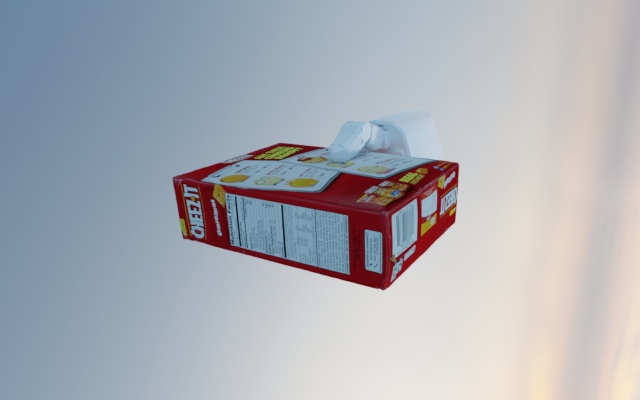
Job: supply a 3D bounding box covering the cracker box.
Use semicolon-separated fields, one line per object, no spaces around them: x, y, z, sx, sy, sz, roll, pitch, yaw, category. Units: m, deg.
0.000;0.001;0.447;0.213;0.072;0.164;9;21;31;cracker box
